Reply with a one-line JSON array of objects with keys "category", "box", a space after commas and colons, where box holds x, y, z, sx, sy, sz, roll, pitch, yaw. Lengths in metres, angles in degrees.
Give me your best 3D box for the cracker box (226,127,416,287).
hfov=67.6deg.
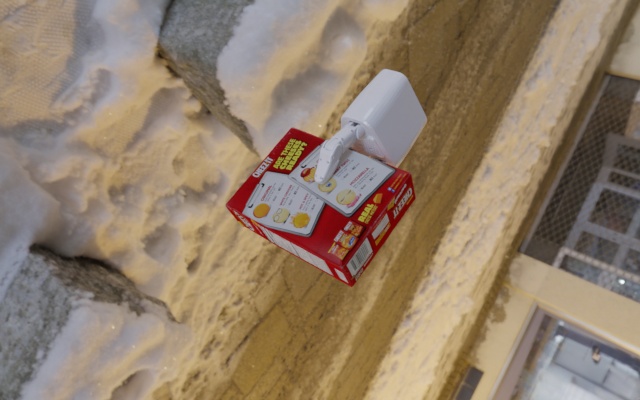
[{"category": "cracker box", "box": [0.000, 0.002, 0.678, 0.213, 0.164, 0.072, 25, -24, 32]}]
